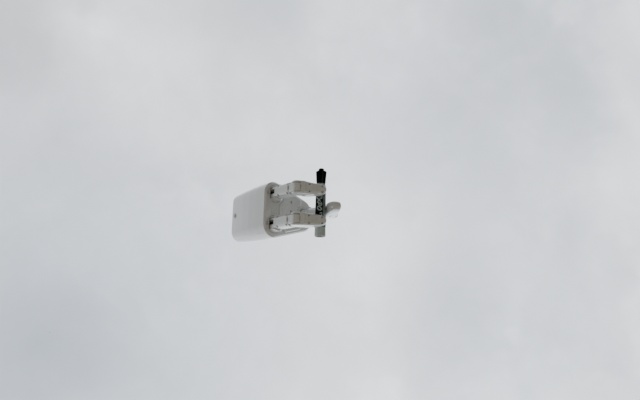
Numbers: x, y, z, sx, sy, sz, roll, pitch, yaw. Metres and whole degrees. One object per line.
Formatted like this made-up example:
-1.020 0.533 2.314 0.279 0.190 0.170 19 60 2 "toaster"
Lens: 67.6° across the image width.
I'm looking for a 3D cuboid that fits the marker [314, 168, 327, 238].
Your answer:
0.000 0.003 0.820 0.020 0.121 0.020 1 -16 0 "marker"
